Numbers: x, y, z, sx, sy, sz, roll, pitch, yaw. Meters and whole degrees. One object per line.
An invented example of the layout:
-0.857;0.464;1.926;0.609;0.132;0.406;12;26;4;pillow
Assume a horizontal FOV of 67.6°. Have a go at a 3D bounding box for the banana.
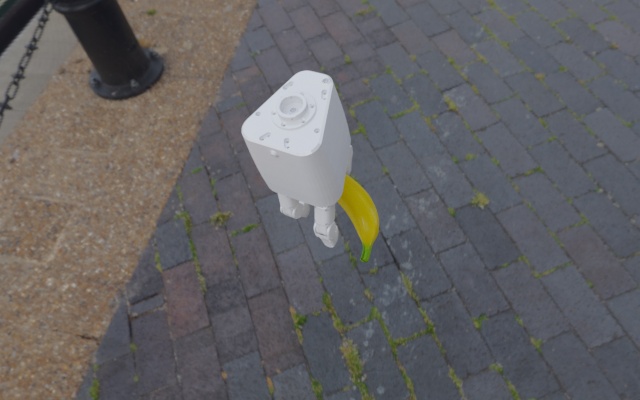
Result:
0.016;-0.008;0.645;0.197;0.069;0.037;45;-4;28;banana
